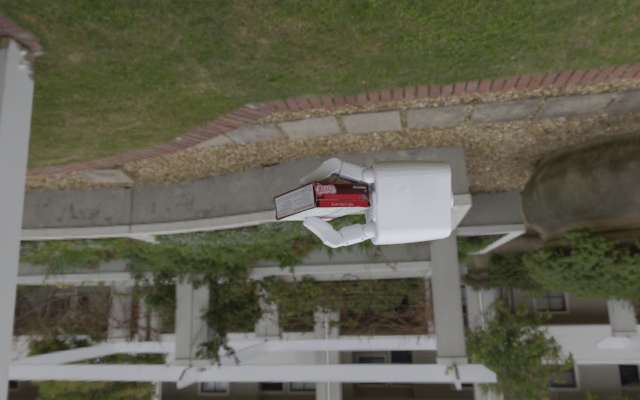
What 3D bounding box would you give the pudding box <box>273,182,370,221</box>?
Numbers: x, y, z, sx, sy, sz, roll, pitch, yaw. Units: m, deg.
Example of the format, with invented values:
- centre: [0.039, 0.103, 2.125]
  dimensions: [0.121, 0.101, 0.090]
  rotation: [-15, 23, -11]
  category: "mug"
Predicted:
- centre: [0.000, 0.002, 0.660]
  dimensions: [0.090, 0.039, 0.113]
  rotation: [2, -13, -33]
  category: "pudding box"
